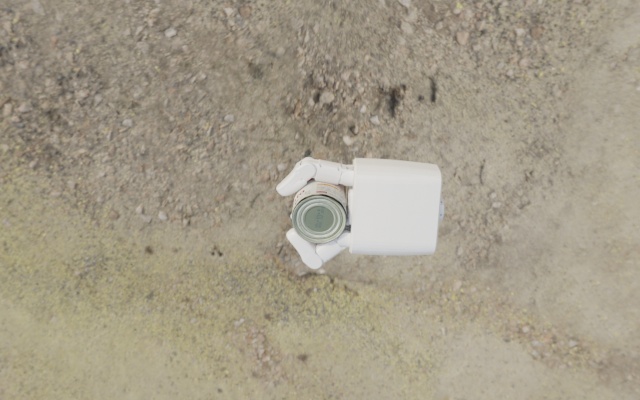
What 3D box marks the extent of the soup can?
[{"bbox_3d":[0.000,0.002,0.607,0.068,0.068,0.102,0,26,2],"label":"soup can"}]
